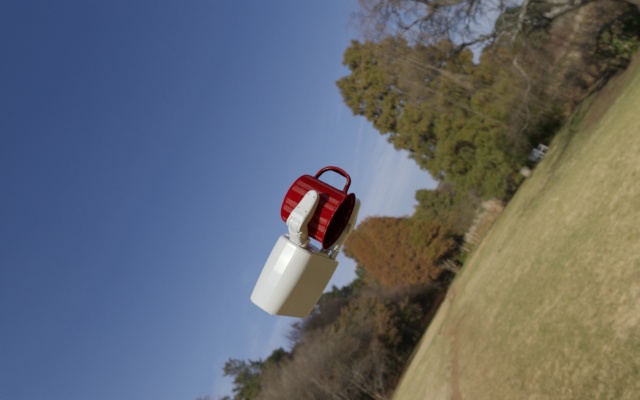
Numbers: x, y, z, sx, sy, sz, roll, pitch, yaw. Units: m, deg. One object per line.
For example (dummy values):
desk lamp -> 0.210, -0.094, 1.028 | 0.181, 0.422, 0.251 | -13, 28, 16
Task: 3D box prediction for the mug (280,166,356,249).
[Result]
mug -> 0.001, 0.001, 0.710 | 0.081, 0.117, 0.093 | 28, 0, 18
